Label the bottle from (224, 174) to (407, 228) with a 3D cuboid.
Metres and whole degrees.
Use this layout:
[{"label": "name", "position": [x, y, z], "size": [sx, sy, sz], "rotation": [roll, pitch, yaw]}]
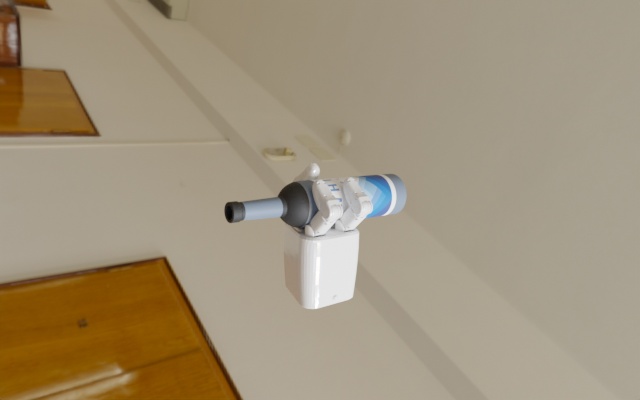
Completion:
[{"label": "bottle", "position": [0.000, 0.002, 0.696], "size": [0.295, 0.069, 0.069], "rotation": [-6, 4, -37]}]
